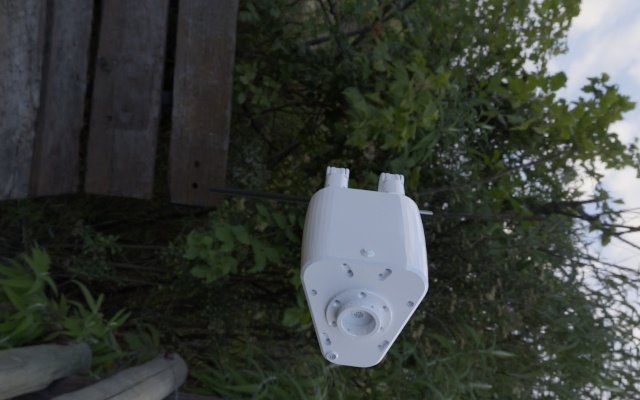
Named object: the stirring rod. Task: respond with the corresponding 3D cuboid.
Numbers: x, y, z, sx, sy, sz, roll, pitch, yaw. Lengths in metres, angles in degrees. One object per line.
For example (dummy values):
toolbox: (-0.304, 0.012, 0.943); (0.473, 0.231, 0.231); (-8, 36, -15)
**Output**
stirring rod: (0.000, 0.002, 0.516); (0.239, 0.011, 0.011); (7, 0, 1)
